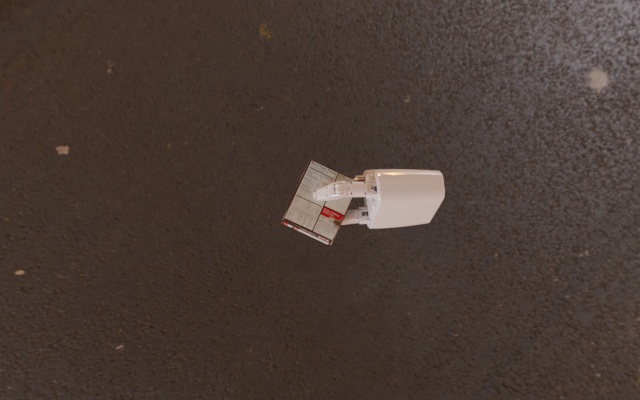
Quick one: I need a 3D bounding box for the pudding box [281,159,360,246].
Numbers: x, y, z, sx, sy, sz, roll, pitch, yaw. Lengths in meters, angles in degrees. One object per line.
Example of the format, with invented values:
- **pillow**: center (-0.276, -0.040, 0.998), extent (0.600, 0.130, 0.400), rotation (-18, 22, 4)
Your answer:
- **pudding box**: center (0.000, 0.002, 0.766), extent (0.090, 0.113, 0.039), rotation (25, -15, 0)
